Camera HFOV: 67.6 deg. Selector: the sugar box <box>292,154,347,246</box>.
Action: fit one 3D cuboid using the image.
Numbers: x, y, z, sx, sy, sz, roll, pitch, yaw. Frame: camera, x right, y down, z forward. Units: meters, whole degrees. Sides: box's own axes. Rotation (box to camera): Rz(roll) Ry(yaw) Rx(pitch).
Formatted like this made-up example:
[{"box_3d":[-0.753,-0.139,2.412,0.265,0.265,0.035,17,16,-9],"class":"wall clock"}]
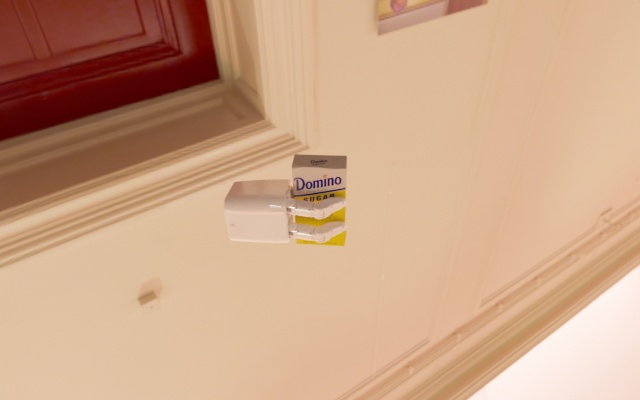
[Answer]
[{"box_3d":[0.000,0.003,0.848,0.093,0.176,0.048,2,41,5],"class":"sugar box"}]
